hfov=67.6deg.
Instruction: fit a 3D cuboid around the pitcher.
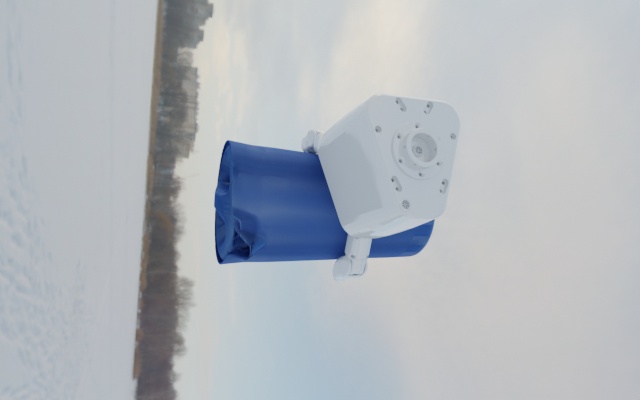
[{"bbox_3d":[0.000,0.002,0.557,0.243,0.149,0.145,4,-12,-19],"label":"pitcher"}]
